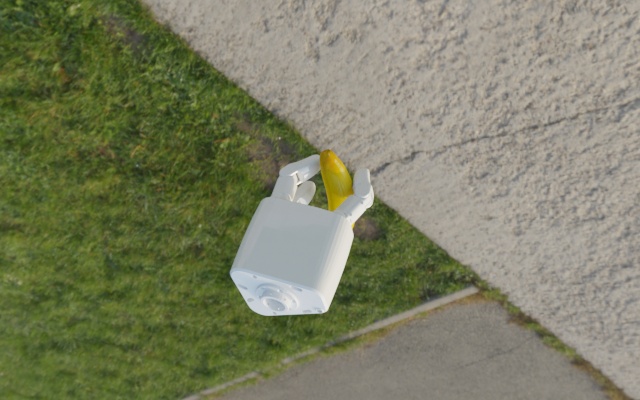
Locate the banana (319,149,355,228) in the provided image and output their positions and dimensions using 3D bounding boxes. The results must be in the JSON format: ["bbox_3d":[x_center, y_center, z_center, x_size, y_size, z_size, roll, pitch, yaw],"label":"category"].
[{"bbox_3d":[0.017,0.011,0.648,0.069,0.037,0.198,23,-36,7],"label":"banana"}]
